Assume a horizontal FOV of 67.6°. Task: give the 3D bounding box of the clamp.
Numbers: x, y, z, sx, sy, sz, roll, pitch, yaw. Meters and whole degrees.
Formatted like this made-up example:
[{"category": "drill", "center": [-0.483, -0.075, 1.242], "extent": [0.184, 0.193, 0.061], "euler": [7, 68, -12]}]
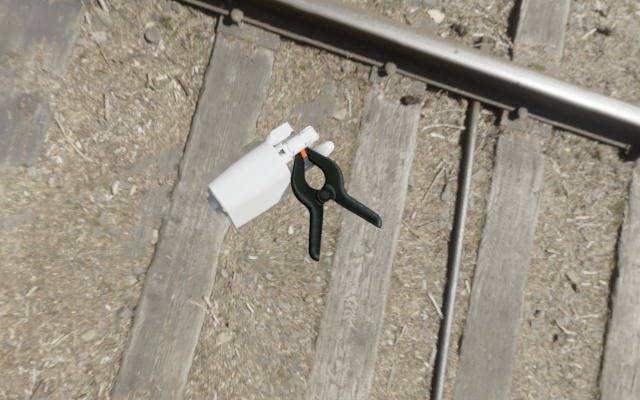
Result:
[{"category": "clamp", "center": [0.000, 0.002, 0.710], "extent": [0.120, 0.171, 0.039], "euler": [-36, 1, -12]}]
